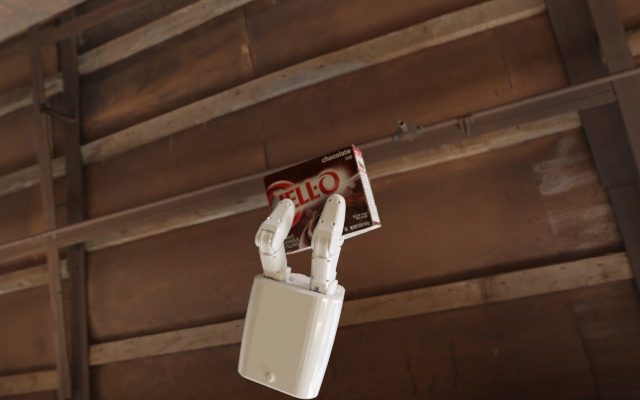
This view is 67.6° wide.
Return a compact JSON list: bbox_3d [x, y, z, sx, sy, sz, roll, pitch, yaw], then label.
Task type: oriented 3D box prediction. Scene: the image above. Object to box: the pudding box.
[{"bbox_3d":[0.000,0.002,0.517,0.113,0.090,0.039,-18,-12,17],"label":"pudding box"}]
